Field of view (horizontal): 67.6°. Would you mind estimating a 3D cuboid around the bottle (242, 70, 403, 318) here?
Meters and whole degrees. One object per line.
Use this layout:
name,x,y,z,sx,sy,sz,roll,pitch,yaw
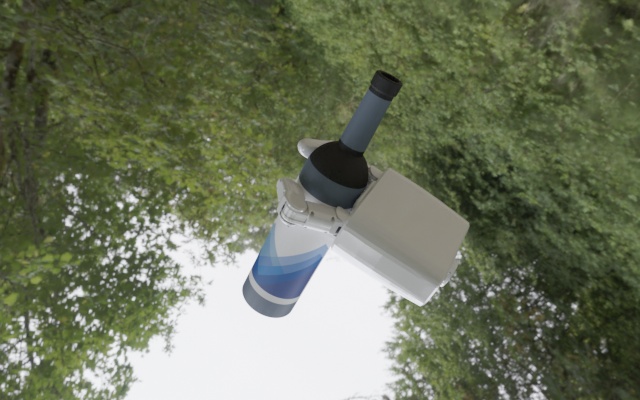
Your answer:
bottle,0.000,0.002,0.502,0.069,0.296,0.069,22,29,-13
